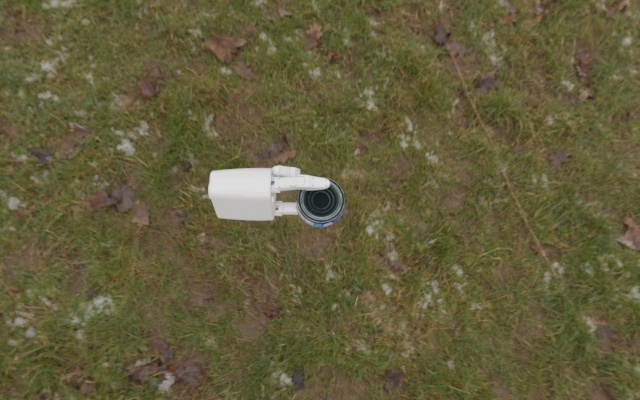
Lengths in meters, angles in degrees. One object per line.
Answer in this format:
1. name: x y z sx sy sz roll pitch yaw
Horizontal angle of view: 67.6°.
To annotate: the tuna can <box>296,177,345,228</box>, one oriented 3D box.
1. tuna can: 0.000 0.003 0.839 0.086 0.086 0.034 0 -15 -4
